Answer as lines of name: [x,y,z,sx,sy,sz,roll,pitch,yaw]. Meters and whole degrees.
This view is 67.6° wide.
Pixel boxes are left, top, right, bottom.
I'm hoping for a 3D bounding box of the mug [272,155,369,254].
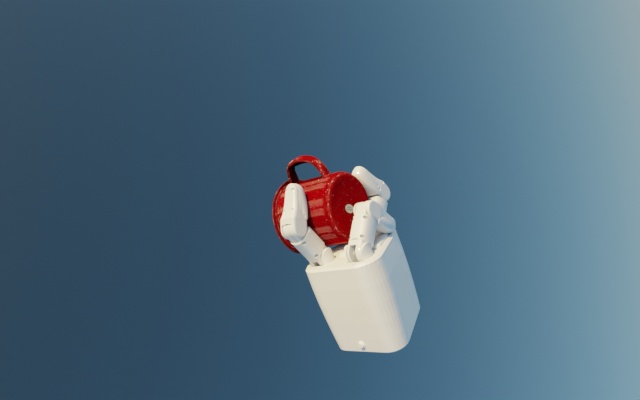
mug: [0.000,0.000,0.558,0.081,0.117,0.093,-13,14,41]
